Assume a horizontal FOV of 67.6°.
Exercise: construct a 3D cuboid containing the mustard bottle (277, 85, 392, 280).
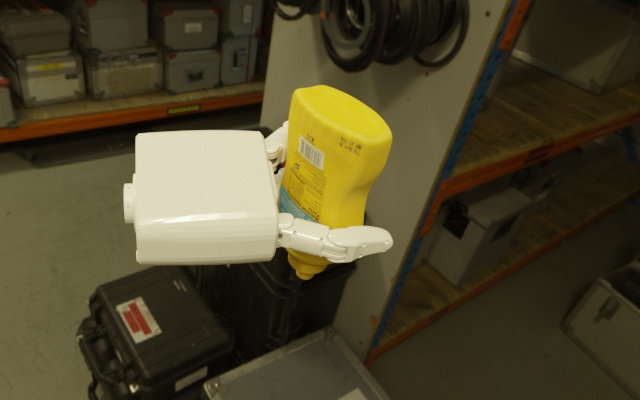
[{"bbox_3d":[0.000,0.001,0.437,0.058,0.192,0.096,-21,48,-37],"label":"mustard bottle"}]
